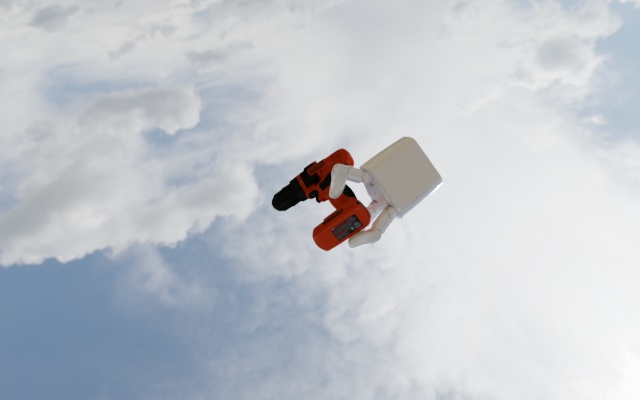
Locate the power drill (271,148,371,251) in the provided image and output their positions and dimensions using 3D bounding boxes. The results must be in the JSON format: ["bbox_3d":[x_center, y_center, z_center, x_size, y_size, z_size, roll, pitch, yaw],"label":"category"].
[{"bbox_3d":[0.001,0.003,0.880,0.184,0.187,0.057,-35,-48,10],"label":"power drill"}]
